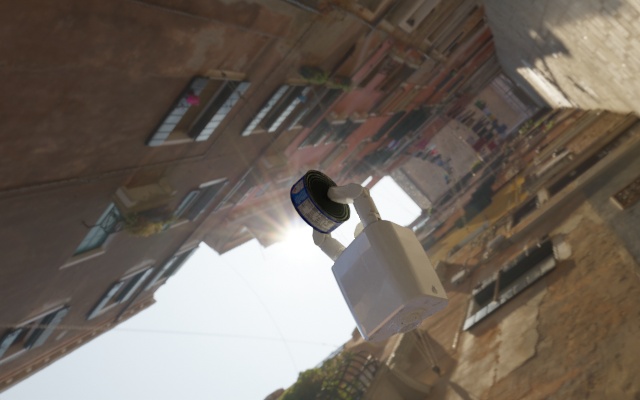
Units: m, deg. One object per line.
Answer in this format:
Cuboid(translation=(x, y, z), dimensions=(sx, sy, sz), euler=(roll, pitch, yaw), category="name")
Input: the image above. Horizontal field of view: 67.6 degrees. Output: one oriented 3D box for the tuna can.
Cuboid(translation=(0.000, 0.002, 0.648), dimensions=(0.034, 0.086, 0.086), euler=(-40, -20, 26), category="tuna can")
